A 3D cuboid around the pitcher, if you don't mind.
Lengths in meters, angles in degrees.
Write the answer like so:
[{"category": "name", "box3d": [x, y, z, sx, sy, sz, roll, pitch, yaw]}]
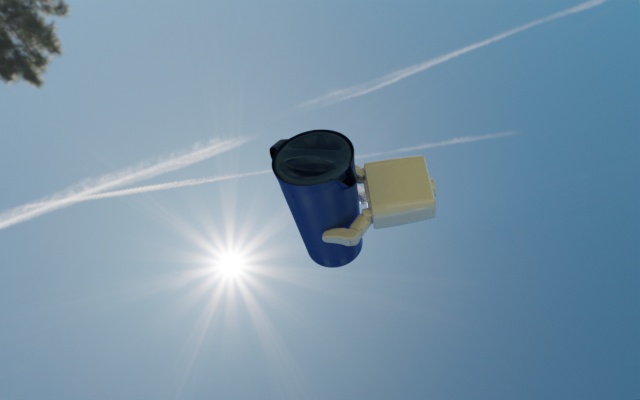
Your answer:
[{"category": "pitcher", "box3d": [0.000, 0.003, 0.836, 0.145, 0.149, 0.243, -10, -44, 5]}]
